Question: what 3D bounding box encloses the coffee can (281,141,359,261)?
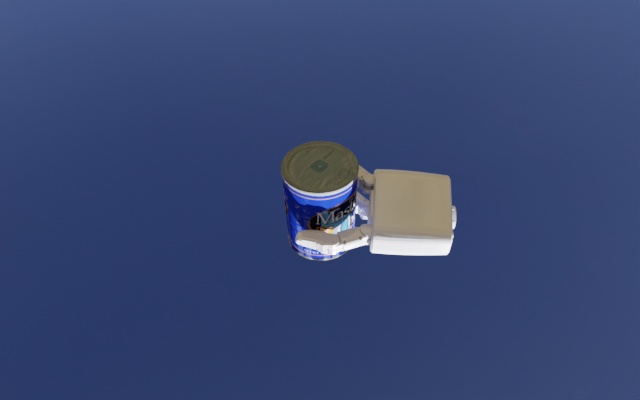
[{"bbox_3d":[0.000,0.002,0.675,0.103,0.102,0.140,0,-44,1],"label":"coffee can"}]
